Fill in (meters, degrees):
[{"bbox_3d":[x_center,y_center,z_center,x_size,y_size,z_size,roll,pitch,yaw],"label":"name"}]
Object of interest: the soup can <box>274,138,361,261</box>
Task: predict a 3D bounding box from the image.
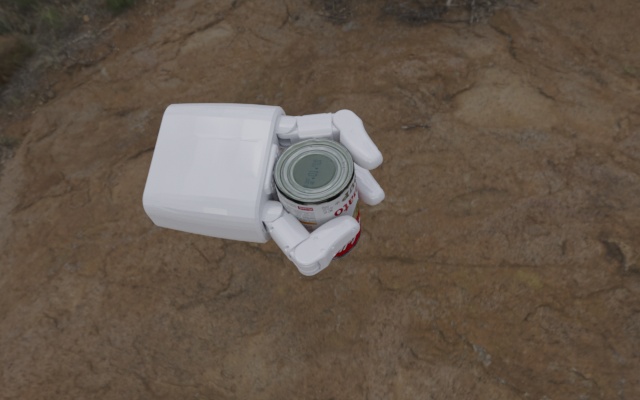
[{"bbox_3d":[0.000,0.001,0.423,0.068,0.068,0.102,0,-33,8],"label":"soup can"}]
